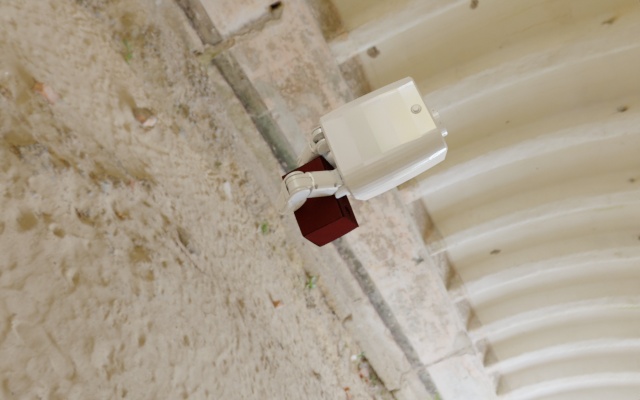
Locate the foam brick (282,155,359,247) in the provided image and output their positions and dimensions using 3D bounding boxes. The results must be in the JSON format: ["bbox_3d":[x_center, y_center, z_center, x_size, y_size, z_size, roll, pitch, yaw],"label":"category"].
[{"bbox_3d":[0.000,0.002,0.522,0.051,0.078,0.053,-26,-23,12],"label":"foam brick"}]
